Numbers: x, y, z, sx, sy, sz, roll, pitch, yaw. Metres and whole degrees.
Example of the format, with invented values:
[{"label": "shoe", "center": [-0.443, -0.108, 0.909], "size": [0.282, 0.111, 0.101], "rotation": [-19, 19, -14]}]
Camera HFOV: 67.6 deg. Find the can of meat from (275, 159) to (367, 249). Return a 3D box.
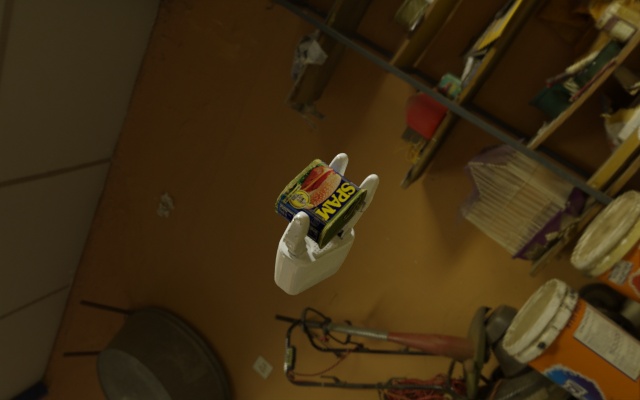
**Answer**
[{"label": "can of meat", "center": [0.000, 0.002, 0.656], "size": [0.084, 0.102, 0.057], "rotation": [36, -31, 15]}]
